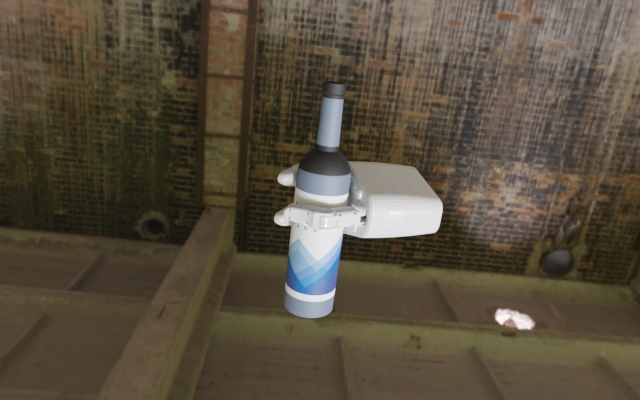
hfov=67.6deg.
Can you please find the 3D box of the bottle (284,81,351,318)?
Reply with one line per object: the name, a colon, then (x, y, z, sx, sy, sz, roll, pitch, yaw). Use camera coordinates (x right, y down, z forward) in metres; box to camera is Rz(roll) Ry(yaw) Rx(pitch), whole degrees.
bottle: (0.000, 0.002, 0.600, 0.069, 0.296, 0.069, 6, 18, -2)
